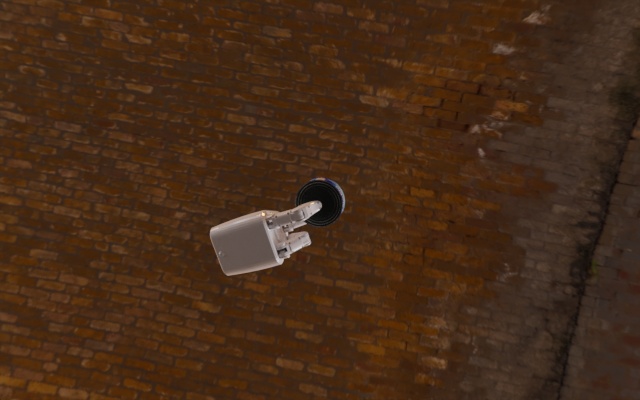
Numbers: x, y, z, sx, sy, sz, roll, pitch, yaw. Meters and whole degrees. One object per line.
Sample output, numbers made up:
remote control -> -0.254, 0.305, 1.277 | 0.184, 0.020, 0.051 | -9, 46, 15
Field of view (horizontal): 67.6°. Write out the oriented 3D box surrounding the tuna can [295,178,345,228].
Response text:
tuna can -> 0.000, 0.003, 0.850 | 0.086, 0.086, 0.033 | 0, 12, 12
